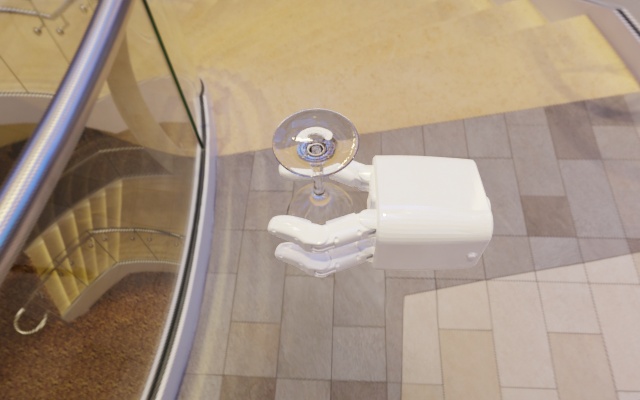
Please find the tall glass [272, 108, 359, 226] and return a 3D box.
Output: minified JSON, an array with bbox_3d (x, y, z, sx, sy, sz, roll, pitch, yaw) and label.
[{"bbox_3d":[0.000,0.001,0.488,0.079,0.079,0.201,0,-31,2],"label":"tall glass"}]
